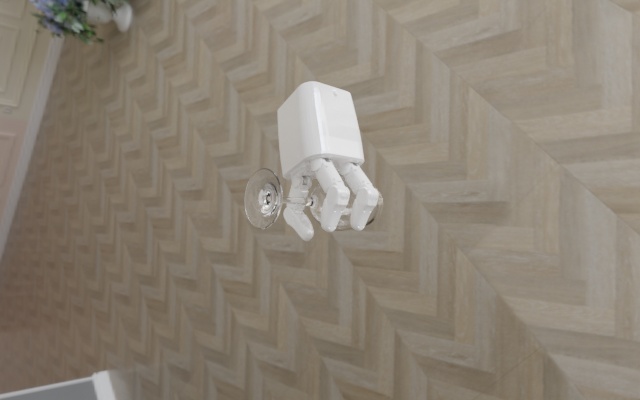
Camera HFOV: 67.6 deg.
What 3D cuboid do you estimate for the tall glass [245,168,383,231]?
[{"bbox_3d":[0.000,0.002,0.652,0.201,0.079,0.079,4,-3,-44],"label":"tall glass"}]
